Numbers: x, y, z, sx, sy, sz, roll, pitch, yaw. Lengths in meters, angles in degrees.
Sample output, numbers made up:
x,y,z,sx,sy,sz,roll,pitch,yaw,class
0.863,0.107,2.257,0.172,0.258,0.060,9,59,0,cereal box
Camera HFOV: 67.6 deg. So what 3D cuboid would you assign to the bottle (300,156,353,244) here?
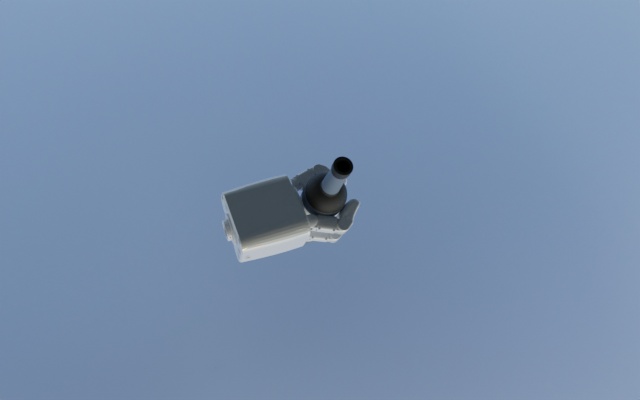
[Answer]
x,y,z,sx,sy,sz,roll,pitch,yaw,class
0.000,0.003,0.756,0.069,0.069,0.296,0,-19,-12,bottle
